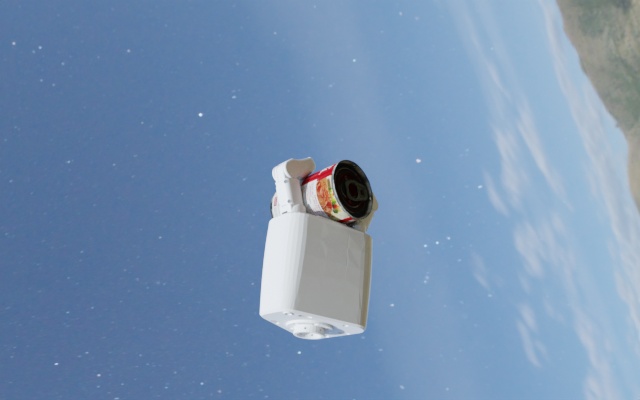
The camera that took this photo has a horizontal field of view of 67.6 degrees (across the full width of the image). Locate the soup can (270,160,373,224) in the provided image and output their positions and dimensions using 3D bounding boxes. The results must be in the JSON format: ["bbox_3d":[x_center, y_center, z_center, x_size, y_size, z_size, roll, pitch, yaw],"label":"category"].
[{"bbox_3d":[0.000,0.001,0.550,0.102,0.068,0.068,-21,-14,39],"label":"soup can"}]
